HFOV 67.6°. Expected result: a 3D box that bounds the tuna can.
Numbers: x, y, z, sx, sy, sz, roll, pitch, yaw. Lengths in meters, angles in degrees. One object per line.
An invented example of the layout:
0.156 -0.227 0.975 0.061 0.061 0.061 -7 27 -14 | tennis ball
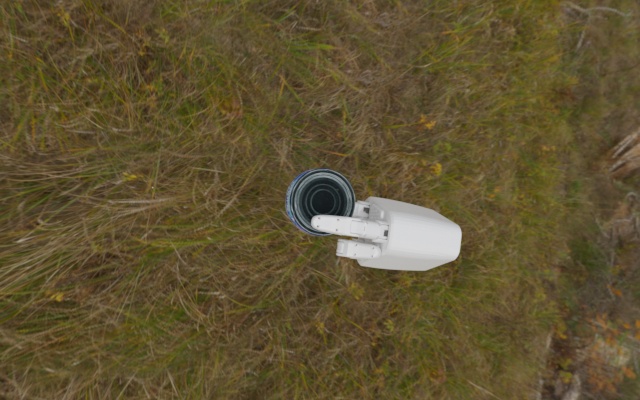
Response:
0.000 0.002 0.604 0.086 0.086 0.034 0 1 -14 | tuna can
